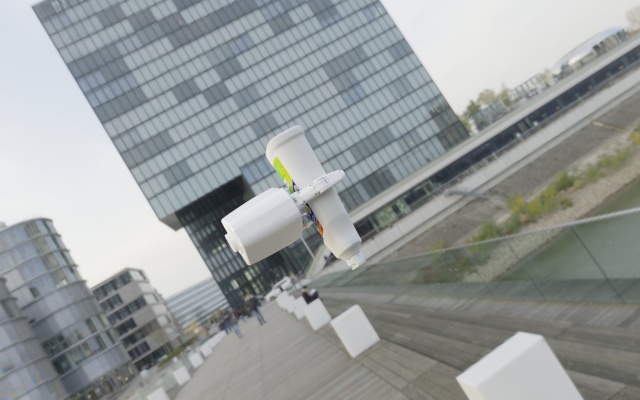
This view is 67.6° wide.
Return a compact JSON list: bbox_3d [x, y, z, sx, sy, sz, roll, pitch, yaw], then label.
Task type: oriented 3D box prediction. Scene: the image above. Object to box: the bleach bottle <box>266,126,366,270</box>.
[{"bbox_3d":[0.000,0.003,0.809,0.068,0.251,0.102,-31,-5,-15],"label":"bleach bottle"}]
